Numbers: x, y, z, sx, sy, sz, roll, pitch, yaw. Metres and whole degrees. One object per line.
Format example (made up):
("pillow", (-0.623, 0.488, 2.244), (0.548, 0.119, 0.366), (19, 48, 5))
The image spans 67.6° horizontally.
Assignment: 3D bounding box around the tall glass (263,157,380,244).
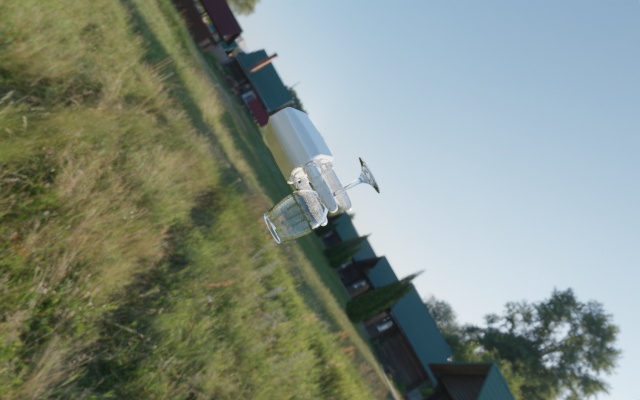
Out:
("tall glass", (0.001, 0.003, 0.847), (0.201, 0.079, 0.079), (-29, 0, 0))
